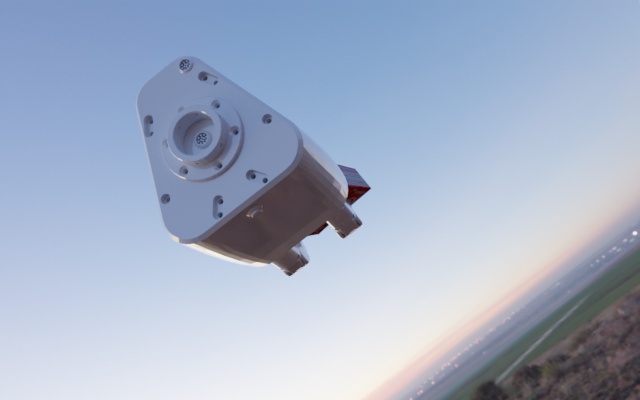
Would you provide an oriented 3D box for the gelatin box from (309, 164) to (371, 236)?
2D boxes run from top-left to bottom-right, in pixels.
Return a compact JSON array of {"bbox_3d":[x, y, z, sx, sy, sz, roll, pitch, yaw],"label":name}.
[{"bbox_3d":[0.000,0.001,0.436,0.073,0.030,0.089,-42,-15,17],"label":"gelatin box"}]
